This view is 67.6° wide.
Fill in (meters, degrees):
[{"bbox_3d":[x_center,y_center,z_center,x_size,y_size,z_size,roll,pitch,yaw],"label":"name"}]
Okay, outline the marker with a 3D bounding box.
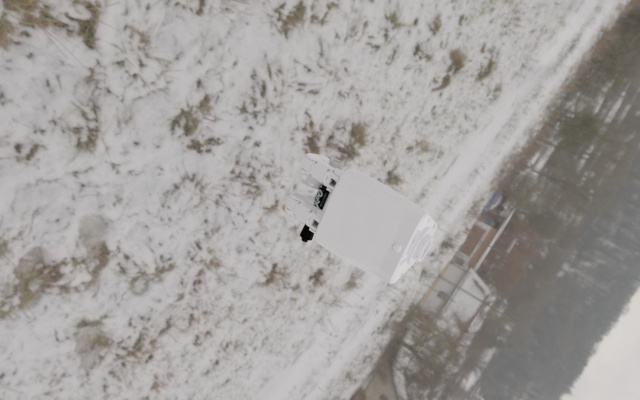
[{"bbox_3d":[0.000,0.002,0.634,0.020,0.121,0.020,21,17,-7],"label":"marker"}]
